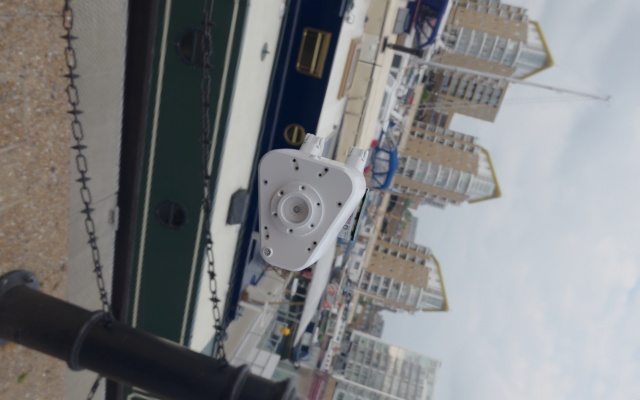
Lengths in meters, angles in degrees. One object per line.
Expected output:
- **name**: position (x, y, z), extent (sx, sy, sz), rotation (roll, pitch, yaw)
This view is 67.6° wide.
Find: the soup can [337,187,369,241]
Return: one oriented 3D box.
- **soup can**: position (0.000, 0.002, 0.567), extent (0.102, 0.068, 0.068), rotation (17, 2, 7)
